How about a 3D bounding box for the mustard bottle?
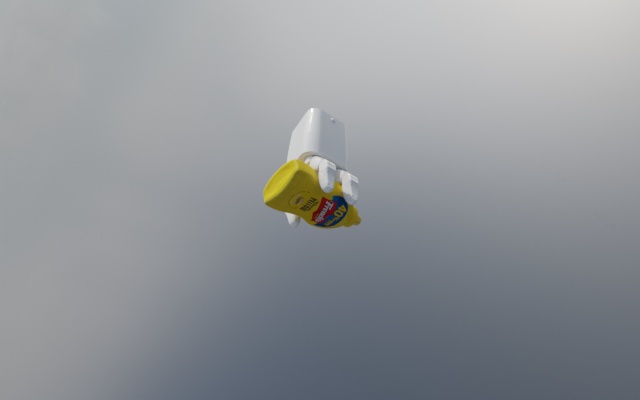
[{"bbox_3d":[0.000,0.003,0.848,0.192,0.058,0.096,27,-59,-34],"label":"mustard bottle"}]
